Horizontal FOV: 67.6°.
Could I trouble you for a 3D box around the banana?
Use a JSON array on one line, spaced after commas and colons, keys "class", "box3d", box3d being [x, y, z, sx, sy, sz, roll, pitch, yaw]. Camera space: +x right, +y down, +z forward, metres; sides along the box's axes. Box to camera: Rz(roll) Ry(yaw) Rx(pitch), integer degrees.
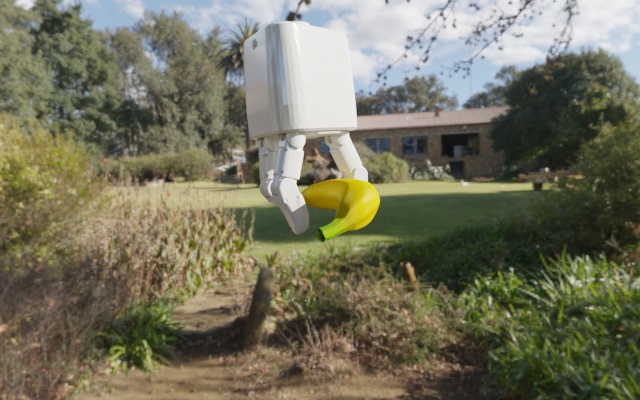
[{"class": "banana", "box3d": [0.019, -0.001, 0.482, 0.069, 0.037, 0.198, -10, 9, -5]}]
